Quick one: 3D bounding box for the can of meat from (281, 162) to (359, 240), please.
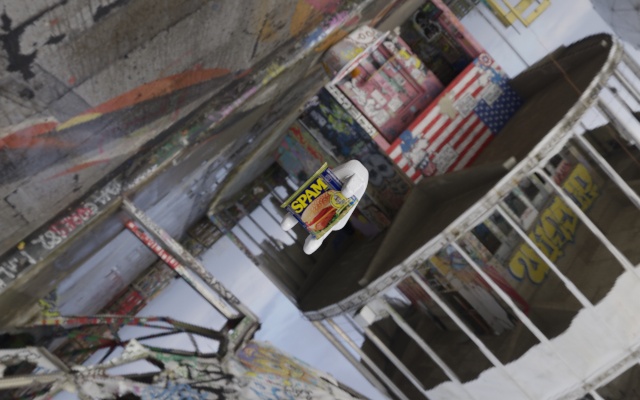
[{"bbox_3d":[0.000,0.003,0.789,0.102,0.084,0.057,-43,4,14],"label":"can of meat"}]
